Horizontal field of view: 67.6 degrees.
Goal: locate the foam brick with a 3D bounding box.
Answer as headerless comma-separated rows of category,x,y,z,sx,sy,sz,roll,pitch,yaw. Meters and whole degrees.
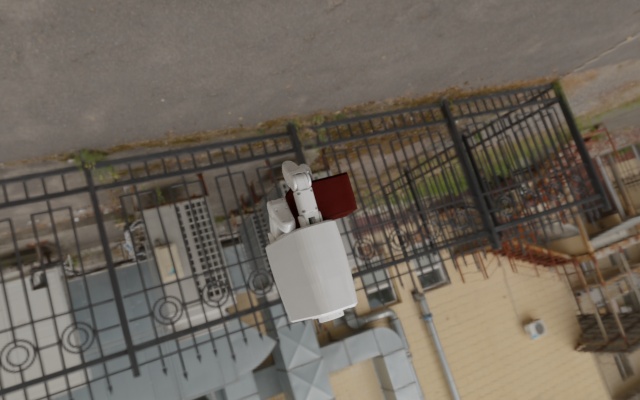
foam brick,0.000,0.002,0.625,0.078,0.051,0.053,-15,-10,-18
